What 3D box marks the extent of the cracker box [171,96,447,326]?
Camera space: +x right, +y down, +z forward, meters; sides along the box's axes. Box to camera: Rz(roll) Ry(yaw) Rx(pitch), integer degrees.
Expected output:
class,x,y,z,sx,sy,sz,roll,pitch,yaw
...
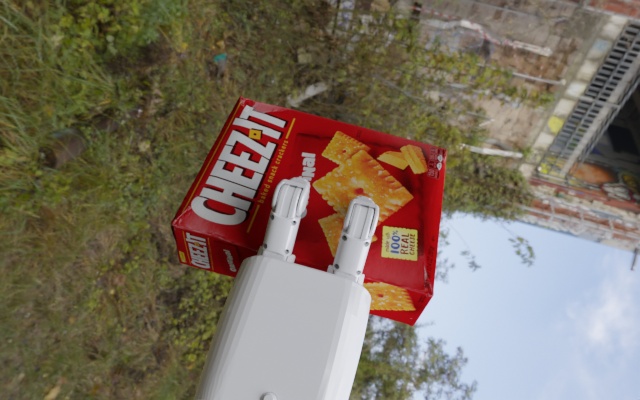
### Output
class,x,y,z,sx,sy,sz,roll,pitch,yaw
cracker box,0.000,0.002,0.436,0.213,0.164,0.072,15,-37,3
